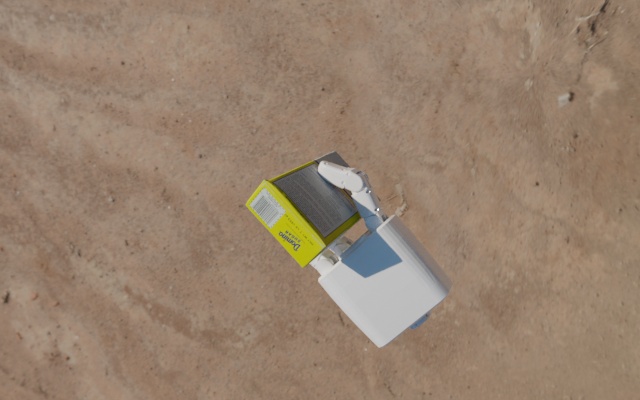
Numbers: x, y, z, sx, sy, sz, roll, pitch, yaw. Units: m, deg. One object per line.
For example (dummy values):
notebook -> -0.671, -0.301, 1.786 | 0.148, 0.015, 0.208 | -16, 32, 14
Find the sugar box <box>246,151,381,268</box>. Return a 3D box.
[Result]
sugar box -> 0.000, 0.002, 0.555 | 0.048, 0.093, 0.176 | -46, -8, 27
